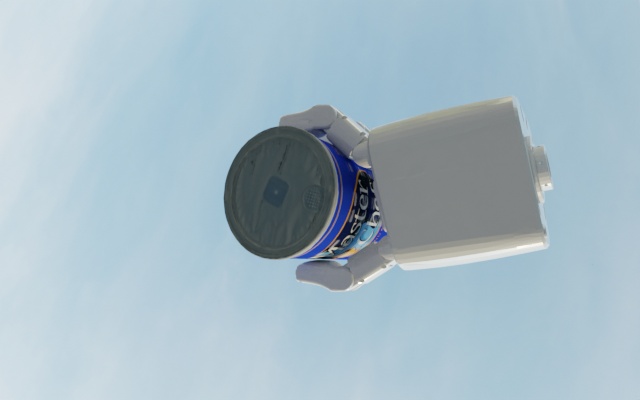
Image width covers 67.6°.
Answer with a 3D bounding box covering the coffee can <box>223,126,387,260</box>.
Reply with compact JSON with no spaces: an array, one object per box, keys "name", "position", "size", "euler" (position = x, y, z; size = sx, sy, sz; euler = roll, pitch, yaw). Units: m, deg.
[{"name":"coffee can","position":[0.000,0.001,0.420],"size":[0.103,0.103,0.140],"euler":[0,-7,30]}]
